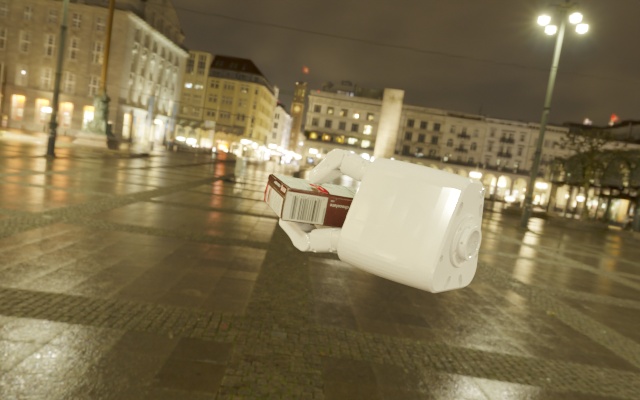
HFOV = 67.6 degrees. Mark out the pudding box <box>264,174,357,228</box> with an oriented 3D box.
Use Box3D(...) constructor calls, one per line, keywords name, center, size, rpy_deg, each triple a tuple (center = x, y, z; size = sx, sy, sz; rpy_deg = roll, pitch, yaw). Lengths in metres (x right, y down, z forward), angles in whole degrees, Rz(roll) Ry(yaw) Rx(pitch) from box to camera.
Box3D(name="pudding box", center=(0.000, 0.002, 0.548), size=(0.113, 0.039, 0.090), rpy_deg=(10, 9, -21))
